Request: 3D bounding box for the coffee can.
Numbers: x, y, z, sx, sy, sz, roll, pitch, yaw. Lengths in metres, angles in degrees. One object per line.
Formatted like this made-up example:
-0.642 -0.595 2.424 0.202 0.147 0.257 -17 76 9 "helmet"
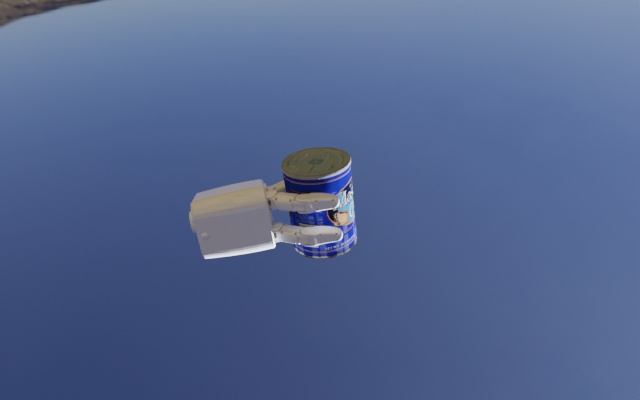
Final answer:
0.000 0.002 0.729 0.103 0.140 0.102 -5 28 3 "coffee can"
